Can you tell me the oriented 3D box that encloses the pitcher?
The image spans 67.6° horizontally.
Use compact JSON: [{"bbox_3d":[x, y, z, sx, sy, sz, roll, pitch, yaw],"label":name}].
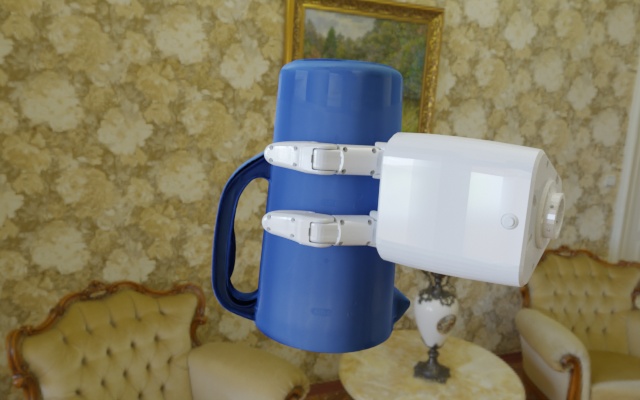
[{"bbox_3d":[0.000,0.001,0.434,0.145,0.243,0.149,11,12,37],"label":"pitcher"}]
